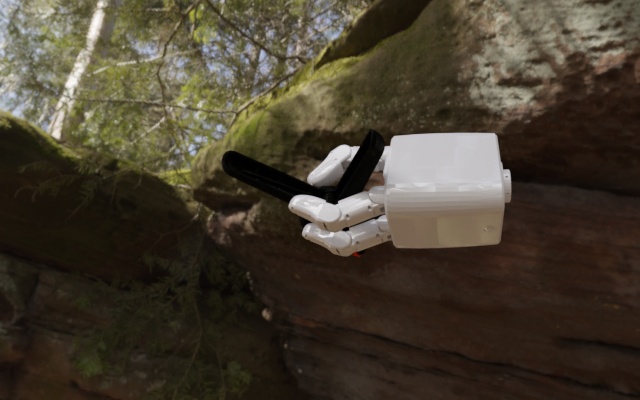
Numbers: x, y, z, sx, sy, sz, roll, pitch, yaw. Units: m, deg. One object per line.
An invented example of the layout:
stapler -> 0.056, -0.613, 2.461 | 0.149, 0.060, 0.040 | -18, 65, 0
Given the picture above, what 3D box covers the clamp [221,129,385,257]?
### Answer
clamp -> 0.001, 0.001, 0.518 | 0.164, 0.036, 0.210 | -1, -33, 17
